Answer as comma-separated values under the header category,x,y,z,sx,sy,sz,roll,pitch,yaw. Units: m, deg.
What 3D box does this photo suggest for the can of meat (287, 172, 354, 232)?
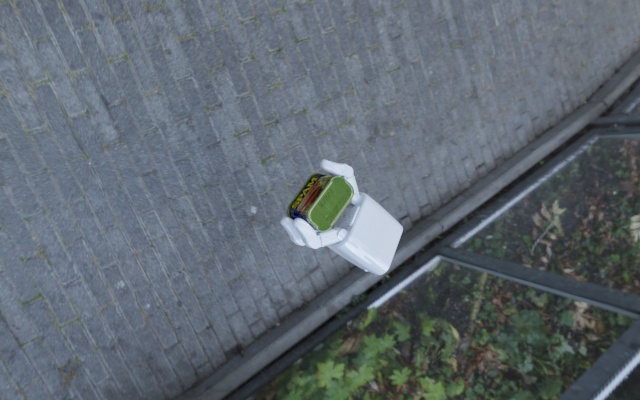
category,x,y,z,sx,sy,sz,roll,pitch,yaw
can of meat,0.000,0.003,0.816,0.057,0.102,0.084,41,-13,-23
